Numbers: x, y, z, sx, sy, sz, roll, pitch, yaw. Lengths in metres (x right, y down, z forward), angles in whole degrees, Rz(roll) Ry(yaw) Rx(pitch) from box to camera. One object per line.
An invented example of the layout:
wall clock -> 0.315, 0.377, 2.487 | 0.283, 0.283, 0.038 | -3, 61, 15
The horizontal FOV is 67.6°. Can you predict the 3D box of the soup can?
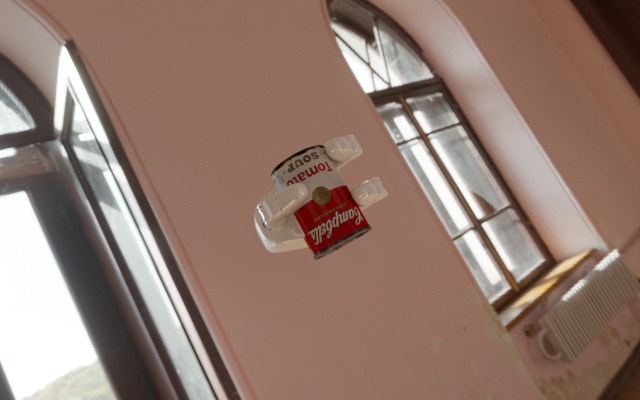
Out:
soup can -> 0.000, 0.001, 0.502 | 0.068, 0.102, 0.068 | -28, -9, -5
